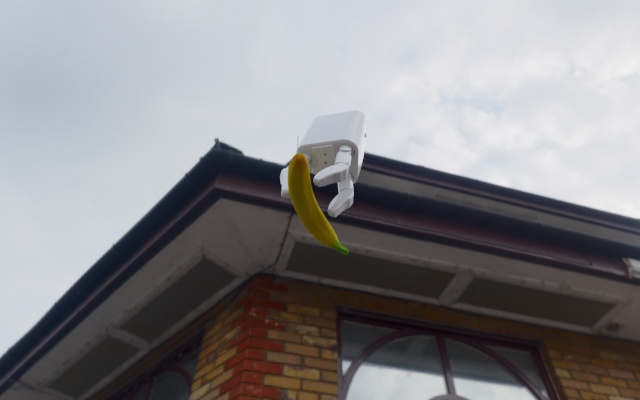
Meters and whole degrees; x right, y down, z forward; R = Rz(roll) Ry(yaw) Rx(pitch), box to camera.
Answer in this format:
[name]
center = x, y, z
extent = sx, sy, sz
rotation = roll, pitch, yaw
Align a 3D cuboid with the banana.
[banana]
center = -0.013, 0.006, 0.761
extent = 0.069, 0.198, 0.037
rotation = -2, 39, 37
